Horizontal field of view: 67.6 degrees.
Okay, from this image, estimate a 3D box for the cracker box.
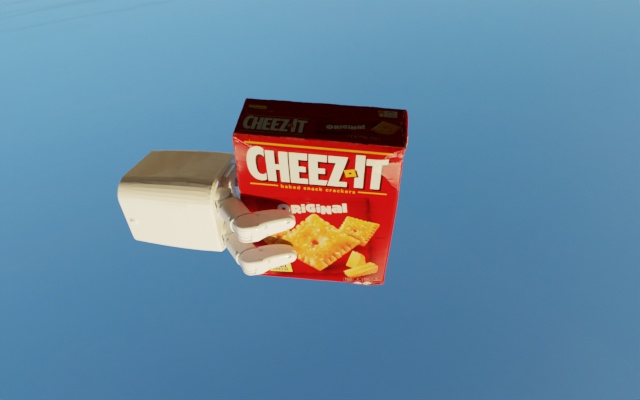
[{"bbox_3d":[0.000,0.002,0.524,0.164,0.214,0.072,5,45,4],"label":"cracker box"}]
